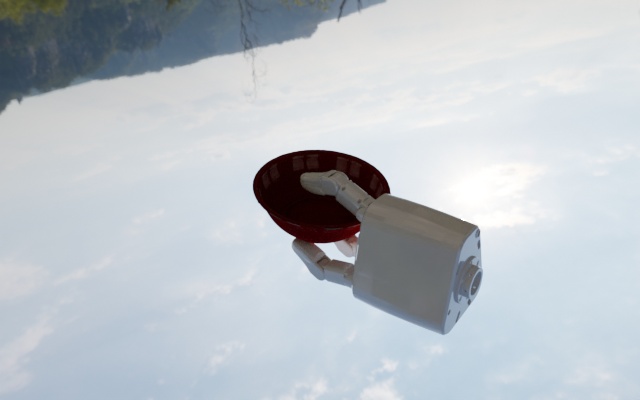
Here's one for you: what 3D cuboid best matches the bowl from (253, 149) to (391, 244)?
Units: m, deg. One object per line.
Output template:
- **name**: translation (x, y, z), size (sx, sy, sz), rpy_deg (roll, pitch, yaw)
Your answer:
- **bowl**: translation (-0.001, 0.002, 0.574), size (0.162, 0.055, 0.162), rpy_deg (3, 37, -2)
